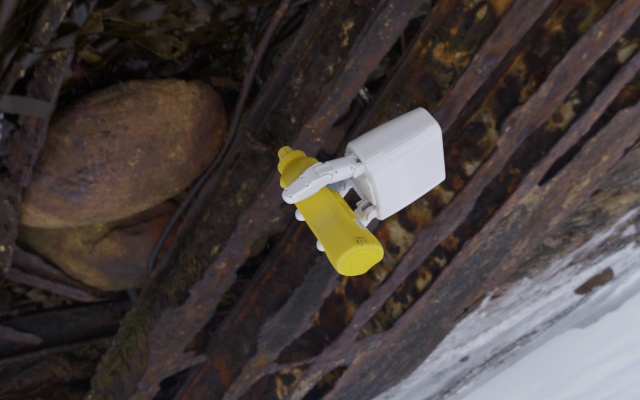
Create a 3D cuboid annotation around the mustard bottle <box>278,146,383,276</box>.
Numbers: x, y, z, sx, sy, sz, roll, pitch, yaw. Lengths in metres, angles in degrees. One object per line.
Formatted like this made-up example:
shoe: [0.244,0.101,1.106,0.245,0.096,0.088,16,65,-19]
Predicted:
mustard bottle: [0.000,0.002,0.598,0.058,0.191,0.096,-41,-27,12]
